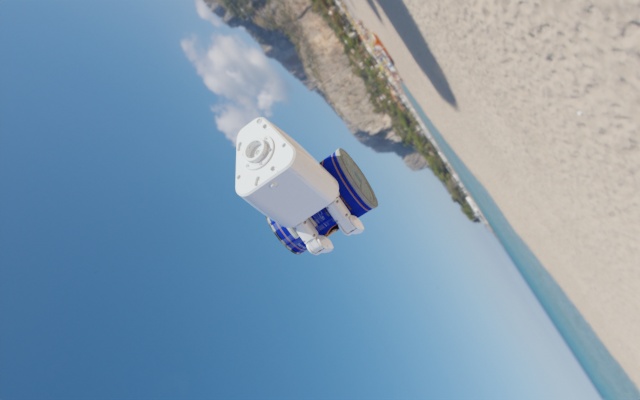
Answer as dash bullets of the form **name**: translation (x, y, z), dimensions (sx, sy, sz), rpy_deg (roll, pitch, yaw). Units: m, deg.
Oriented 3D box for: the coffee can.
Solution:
- **coffee can**: translation (0.000, 0.002, 0.716), dimensions (0.140, 0.103, 0.103), rpy_deg (-33, -10, 15)
